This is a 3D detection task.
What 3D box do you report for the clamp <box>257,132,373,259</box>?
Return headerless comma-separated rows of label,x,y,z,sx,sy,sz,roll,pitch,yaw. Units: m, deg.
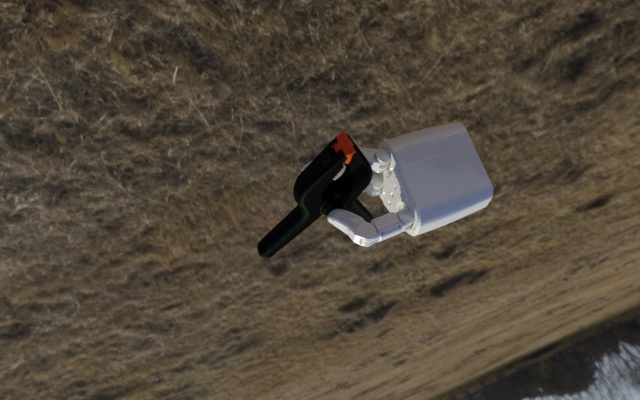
clamp,0.001,0.002,0.564,0.164,0.036,0.210,-20,-27,-14
